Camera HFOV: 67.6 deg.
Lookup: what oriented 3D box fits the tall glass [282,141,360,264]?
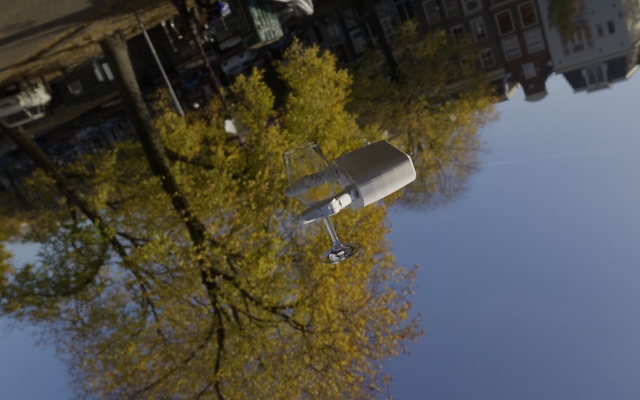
[{"bbox_3d":[0.000,0.003,0.809,0.079,0.201,0.079,-20,16,6],"label":"tall glass"}]
